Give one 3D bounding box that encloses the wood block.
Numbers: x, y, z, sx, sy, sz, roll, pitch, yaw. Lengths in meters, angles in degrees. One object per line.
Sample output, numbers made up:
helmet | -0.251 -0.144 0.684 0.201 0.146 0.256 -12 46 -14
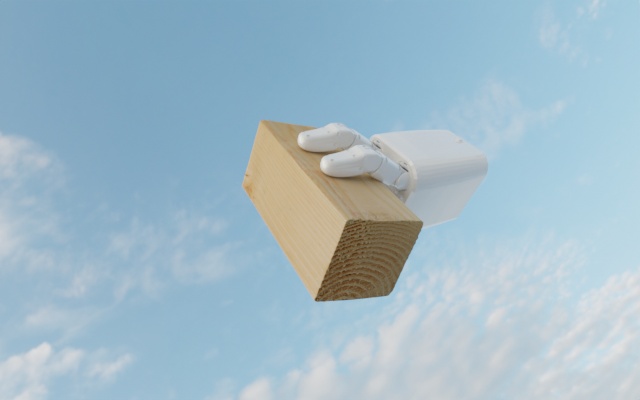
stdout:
wood block | 0.000 0.002 0.502 0.090 0.091 0.206 2 30 -32
